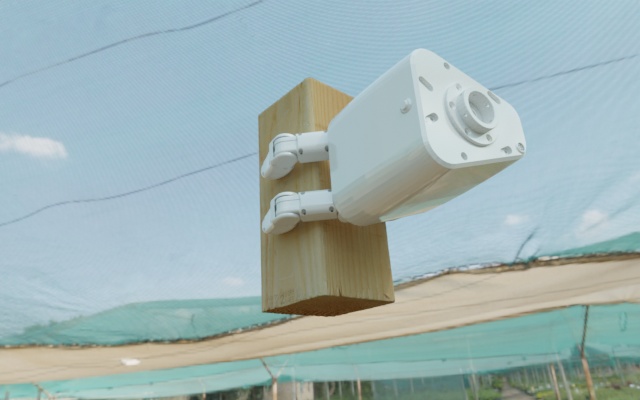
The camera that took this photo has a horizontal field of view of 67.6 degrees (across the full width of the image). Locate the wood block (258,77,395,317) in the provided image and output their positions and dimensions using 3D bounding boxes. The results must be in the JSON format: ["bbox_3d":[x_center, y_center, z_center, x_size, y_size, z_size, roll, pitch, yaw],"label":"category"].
[{"bbox_3d":[0.001,0.001,0.466,0.091,0.206,0.090,15,-29,-38],"label":"wood block"}]
